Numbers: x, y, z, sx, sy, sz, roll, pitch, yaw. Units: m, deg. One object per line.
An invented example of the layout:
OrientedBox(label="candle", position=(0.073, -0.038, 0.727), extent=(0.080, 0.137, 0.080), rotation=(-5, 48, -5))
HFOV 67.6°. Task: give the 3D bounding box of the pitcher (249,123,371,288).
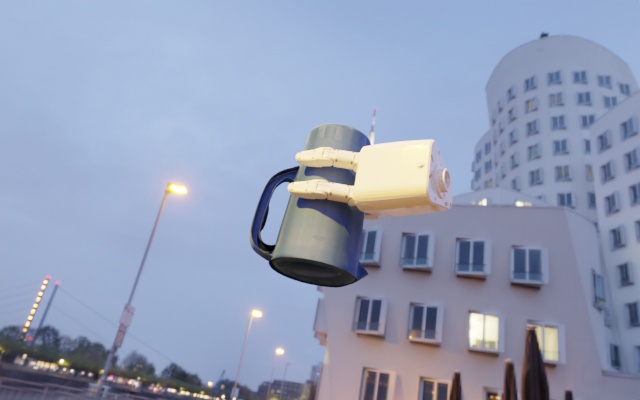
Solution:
OrientedBox(label="pitcher", position=(0.000, 0.002, 0.744), extent=(0.145, 0.242, 0.149), rotation=(-5, -29, 33))
